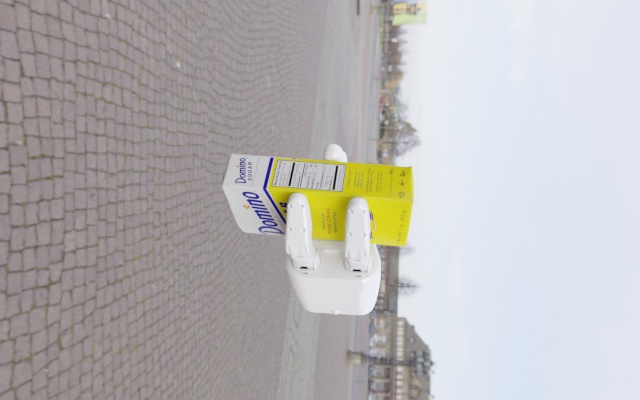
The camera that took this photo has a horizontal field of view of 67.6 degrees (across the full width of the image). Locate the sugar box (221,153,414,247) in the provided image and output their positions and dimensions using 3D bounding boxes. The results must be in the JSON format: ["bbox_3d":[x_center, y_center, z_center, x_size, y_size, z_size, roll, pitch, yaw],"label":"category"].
[{"bbox_3d":[0.000,0.002,0.472,0.176,0.048,0.093,2,-32,7],"label":"sugar box"}]
